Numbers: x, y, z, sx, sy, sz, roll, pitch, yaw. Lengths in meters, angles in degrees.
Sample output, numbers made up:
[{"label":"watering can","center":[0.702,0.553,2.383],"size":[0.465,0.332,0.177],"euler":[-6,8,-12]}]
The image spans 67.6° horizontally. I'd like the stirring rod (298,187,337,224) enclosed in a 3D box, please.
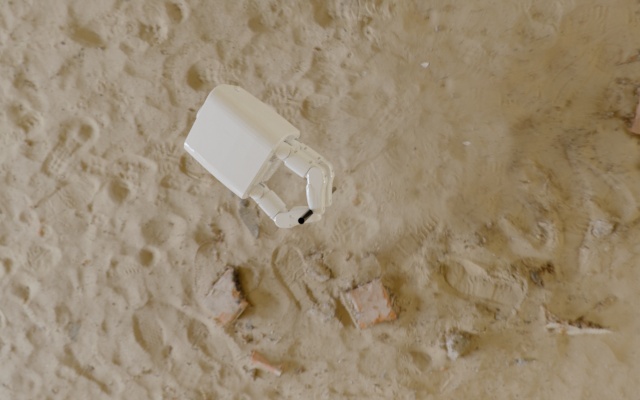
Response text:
[{"label":"stirring rod","center":[0.000,0.002,0.654],"size":[0.011,0.011,0.239],"euler":[0,10,11]}]
